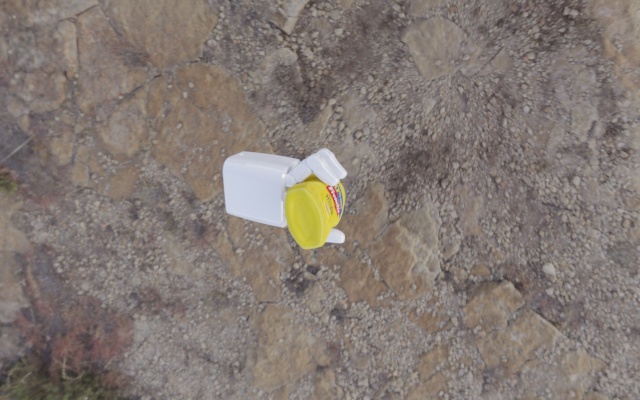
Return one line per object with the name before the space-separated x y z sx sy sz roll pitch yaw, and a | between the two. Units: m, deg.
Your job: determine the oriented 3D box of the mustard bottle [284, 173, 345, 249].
mustard bottle | 0.000 0.003 0.775 0.058 0.096 0.191 -13 11 19
